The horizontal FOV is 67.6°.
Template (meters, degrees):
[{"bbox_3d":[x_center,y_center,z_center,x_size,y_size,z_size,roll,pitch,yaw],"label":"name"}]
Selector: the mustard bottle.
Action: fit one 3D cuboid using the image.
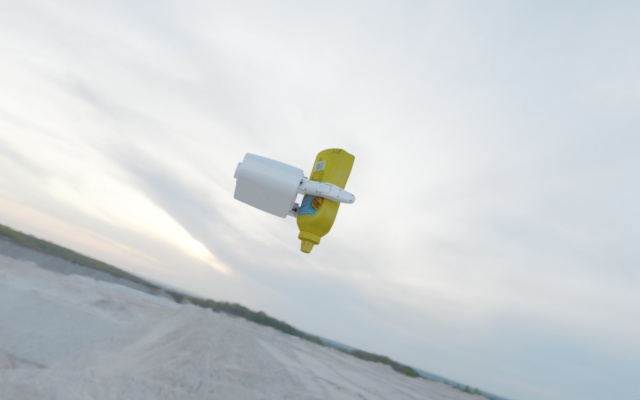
[{"bbox_3d":[0.001,0.003,0.862,0.058,0.191,0.096,27,-18,-29],"label":"mustard bottle"}]
